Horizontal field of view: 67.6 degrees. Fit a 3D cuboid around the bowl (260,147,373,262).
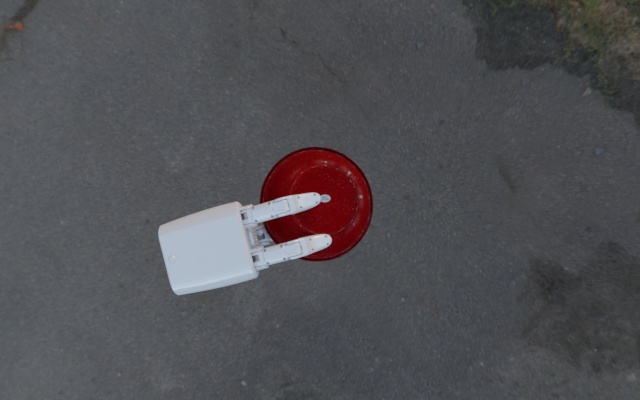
[{"bbox_3d":[0.001,0.001,0.643,0.162,0.162,0.055,0,-5,-10],"label":"bowl"}]
